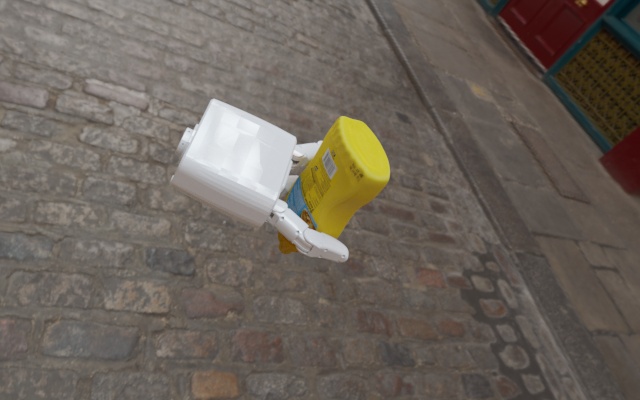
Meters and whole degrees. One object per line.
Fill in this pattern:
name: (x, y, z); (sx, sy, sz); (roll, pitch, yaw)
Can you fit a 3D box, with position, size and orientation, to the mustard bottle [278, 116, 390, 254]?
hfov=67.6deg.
mustard bottle: (0.001, 0.002, 0.557); (0.058, 0.096, 0.192); (8, -44, -34)
